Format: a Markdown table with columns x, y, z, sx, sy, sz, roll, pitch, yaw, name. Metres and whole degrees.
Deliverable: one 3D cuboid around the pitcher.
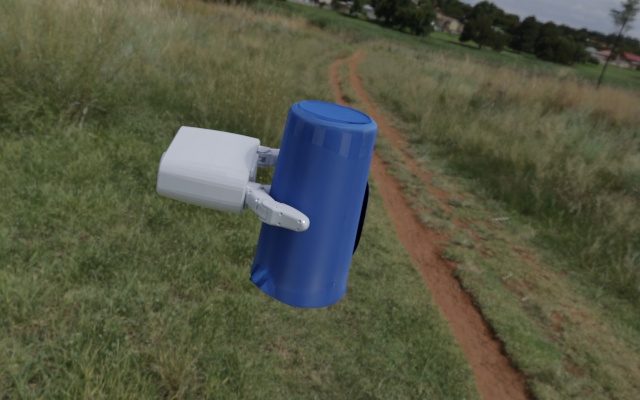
| x | y | z | sx | sy | sz | roll | pitch | yaw | name |
| --- | --- | --- | --- | --- | --- | --- | --- | --- | --- |
| 0.000 | 0.002 | 0.617 | 0.145 | 0.243 | 0.149 | 12 | 23 | -3 | pitcher |
